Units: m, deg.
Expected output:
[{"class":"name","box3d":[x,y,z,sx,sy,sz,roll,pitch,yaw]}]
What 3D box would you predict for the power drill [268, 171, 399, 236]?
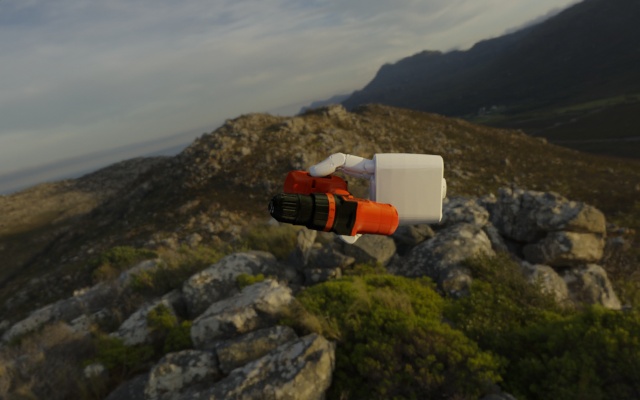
[{"class":"power drill","box3d":[0.000,0.002,0.712,0.184,0.057,0.187,9,13,-19]}]
